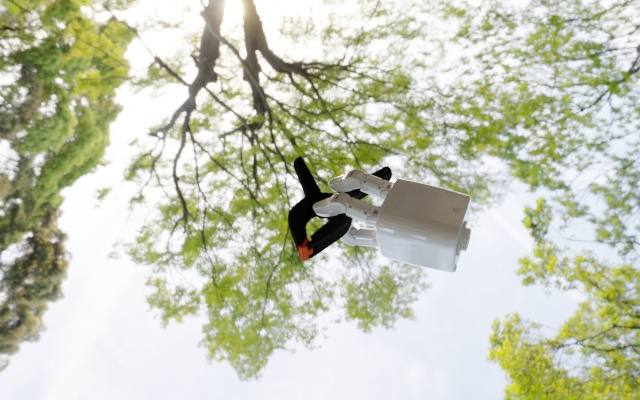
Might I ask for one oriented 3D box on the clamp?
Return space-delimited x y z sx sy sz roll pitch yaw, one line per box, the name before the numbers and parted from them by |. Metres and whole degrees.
clamp | 0.000 0.003 0.723 0.164 0.036 0.210 12 45 22
